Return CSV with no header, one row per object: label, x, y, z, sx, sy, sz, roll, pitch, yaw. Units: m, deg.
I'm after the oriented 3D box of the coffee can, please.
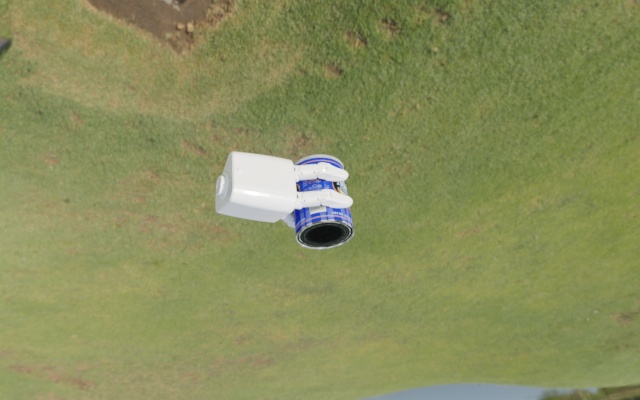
coffee can,0.000,0.003,0.862,0.103,0.140,0.103,-6,-32,-3
